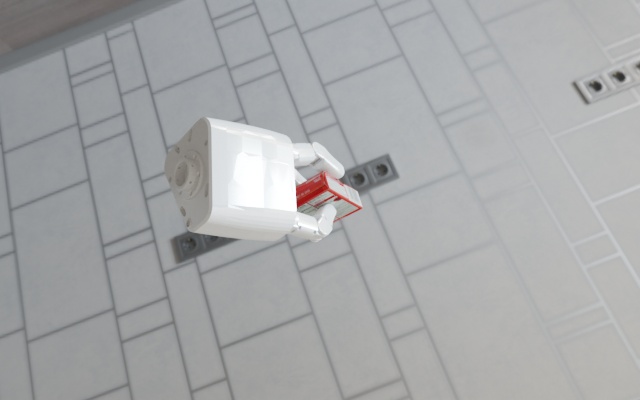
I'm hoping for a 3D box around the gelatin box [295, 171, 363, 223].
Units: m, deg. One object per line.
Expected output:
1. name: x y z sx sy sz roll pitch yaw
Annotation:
1. gelatin box: 0.000 0.002 0.611 0.073 0.030 0.089 -28 -30 24
